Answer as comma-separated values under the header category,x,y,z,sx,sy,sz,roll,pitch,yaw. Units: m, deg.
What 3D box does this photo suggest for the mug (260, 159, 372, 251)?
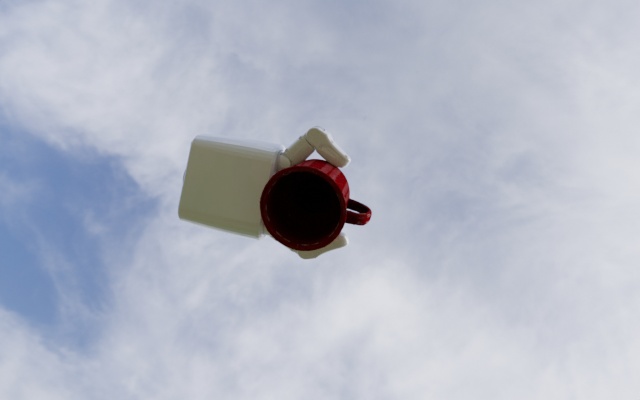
category,x,y,z,sx,sy,sz,roll,pitch,yaw
mug,0.002,0.002,0.533,0.117,0.093,0.081,12,17,8
